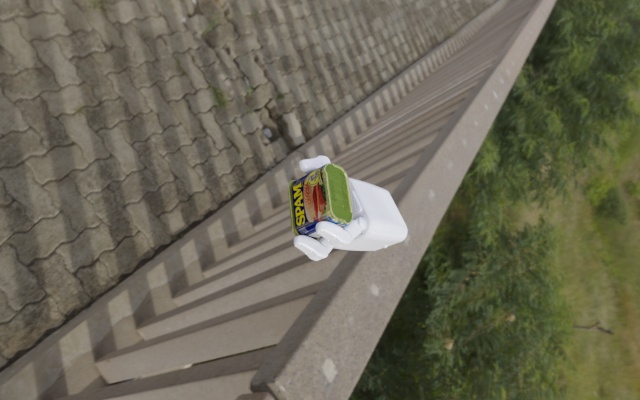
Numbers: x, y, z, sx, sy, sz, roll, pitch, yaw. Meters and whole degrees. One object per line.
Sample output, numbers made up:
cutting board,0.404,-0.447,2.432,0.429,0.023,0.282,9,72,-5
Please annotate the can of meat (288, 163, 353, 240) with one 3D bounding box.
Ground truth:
can of meat,0.000,0.002,0.740,0.057,0.102,0.084,15,-31,-43
